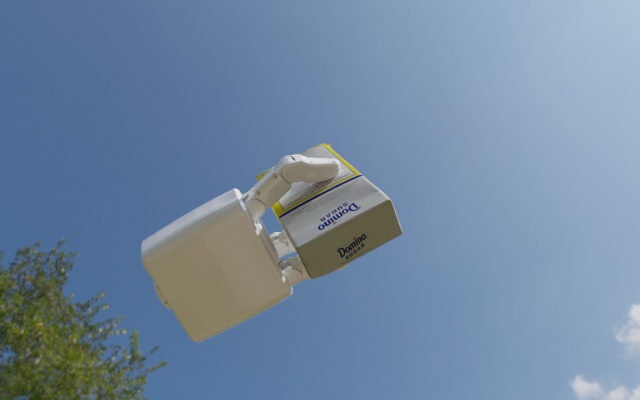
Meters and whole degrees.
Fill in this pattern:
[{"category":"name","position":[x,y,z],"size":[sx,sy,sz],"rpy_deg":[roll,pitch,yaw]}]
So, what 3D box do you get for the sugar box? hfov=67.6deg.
[{"category":"sugar box","position":[0.000,0.002,0.480],"size":[0.093,0.048,0.176],"rpy_deg":[-27,31,-6]}]
